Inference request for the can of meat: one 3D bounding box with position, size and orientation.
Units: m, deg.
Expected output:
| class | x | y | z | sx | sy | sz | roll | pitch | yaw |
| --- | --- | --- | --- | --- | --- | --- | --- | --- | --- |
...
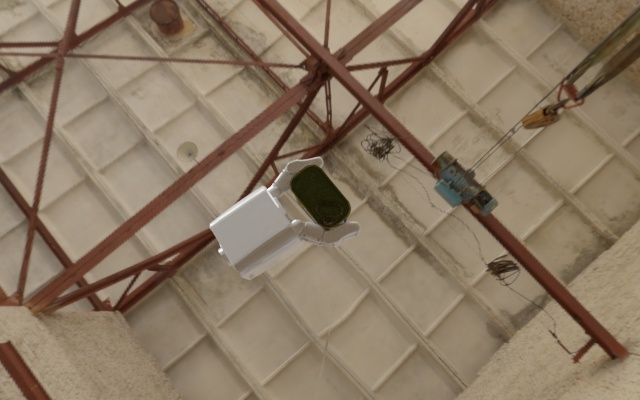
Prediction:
| class | x | y | z | sx | sy | sz | roll | pitch | yaw |
| --- | --- | --- | --- | --- | --- | --- | --- | --- | --- |
| can of meat | 0.000 | 0.002 | 0.756 | 0.057 | 0.102 | 0.084 | -38 | -11 | -7 |
